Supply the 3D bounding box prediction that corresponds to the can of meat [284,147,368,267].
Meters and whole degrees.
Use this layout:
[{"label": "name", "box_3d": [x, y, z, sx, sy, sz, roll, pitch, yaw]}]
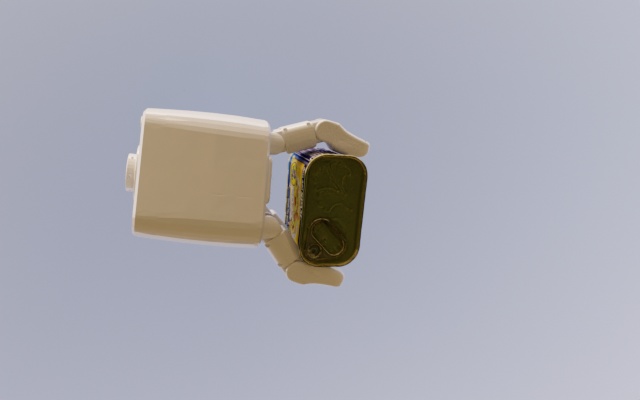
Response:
[{"label": "can of meat", "box_3d": [0.000, 0.001, 0.457, 0.057, 0.102, 0.084, 1, 12, -17]}]
